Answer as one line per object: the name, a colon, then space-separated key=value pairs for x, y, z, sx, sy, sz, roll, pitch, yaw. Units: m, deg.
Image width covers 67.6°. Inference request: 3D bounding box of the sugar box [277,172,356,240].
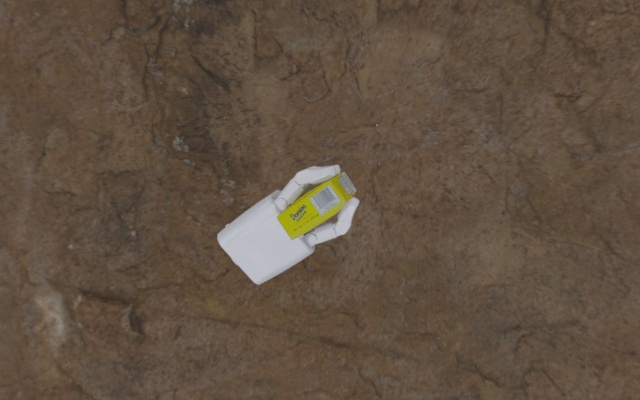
sugar box: x=0.000 y=0.002 z=0.720 sx=0.093 sy=0.048 sz=0.176 roll=-33 pitch=4 yaw=10
